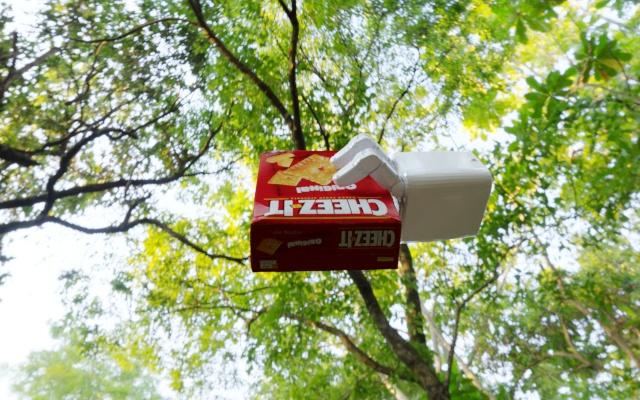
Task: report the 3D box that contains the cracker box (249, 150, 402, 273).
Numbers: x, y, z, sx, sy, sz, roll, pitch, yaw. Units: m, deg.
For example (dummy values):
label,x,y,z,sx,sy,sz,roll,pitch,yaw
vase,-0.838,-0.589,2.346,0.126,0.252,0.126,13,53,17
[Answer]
label,x,y,z,sx,sy,sz,roll,pitch,yaw
cracker box,0.000,0.002,0.603,0.164,0.072,0.213,-1,26,-3
